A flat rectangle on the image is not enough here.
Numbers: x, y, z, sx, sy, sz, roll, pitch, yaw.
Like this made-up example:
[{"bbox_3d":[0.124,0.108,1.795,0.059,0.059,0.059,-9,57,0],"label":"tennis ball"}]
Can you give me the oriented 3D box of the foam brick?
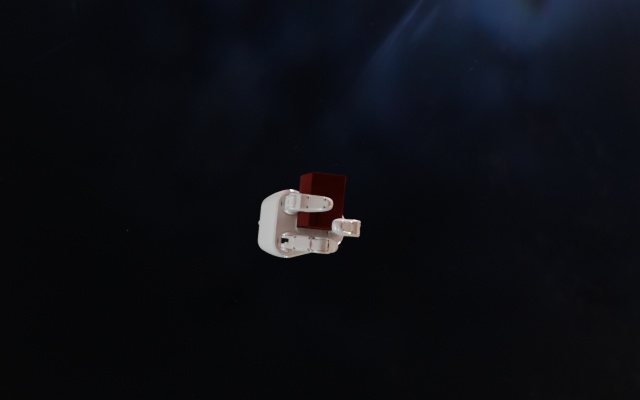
[{"bbox_3d":[0.000,0.002,0.677,0.053,0.078,0.051,7,-5,-21],"label":"foam brick"}]
